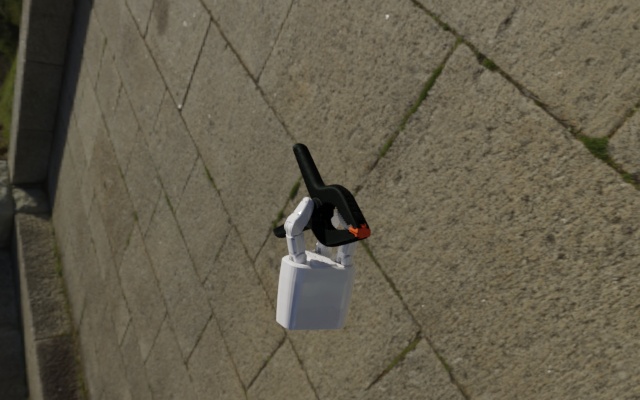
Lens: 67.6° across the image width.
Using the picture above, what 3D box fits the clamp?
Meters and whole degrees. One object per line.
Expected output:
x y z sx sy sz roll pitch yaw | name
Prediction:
0.000 0.003 0.735 0.036 0.164 0.210 2 11 -39 | clamp
